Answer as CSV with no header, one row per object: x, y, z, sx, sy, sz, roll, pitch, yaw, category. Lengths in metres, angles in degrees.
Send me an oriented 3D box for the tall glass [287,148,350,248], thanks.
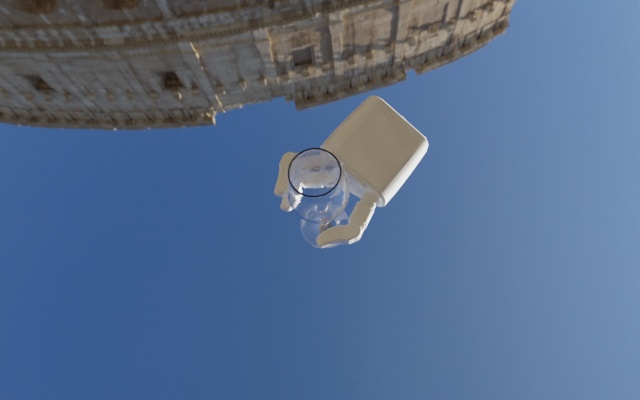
0.000,0.002,0.633,0.079,0.079,0.201,0,-20,4,tall glass
